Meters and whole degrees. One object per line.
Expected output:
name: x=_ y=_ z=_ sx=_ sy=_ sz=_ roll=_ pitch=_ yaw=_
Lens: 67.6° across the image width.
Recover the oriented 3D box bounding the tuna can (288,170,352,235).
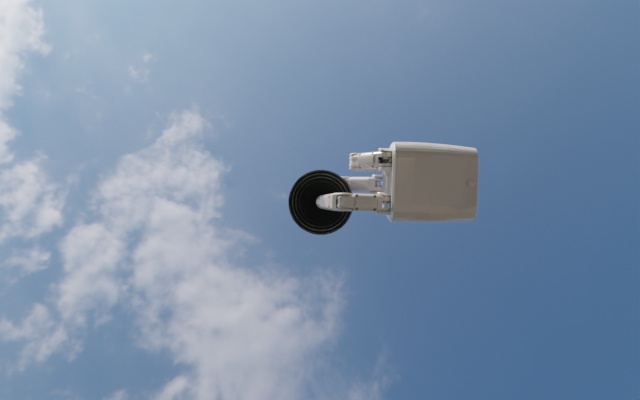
tuna can: x=0.000 y=0.002 z=0.643 sx=0.086 sy=0.086 sz=0.034 roll=0 pitch=2 yaw=-2
